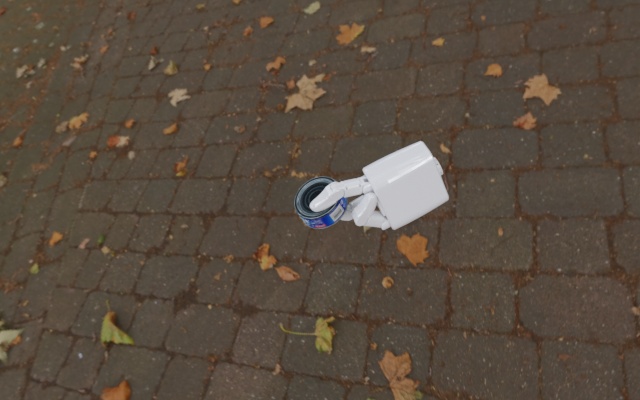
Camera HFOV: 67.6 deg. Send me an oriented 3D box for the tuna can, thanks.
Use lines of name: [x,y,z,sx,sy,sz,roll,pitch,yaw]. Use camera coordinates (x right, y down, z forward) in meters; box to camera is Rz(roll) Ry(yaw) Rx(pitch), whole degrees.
tuna can: [0.000,0.002,0.796,0.086,0.086,0.034,0,-32,27]
